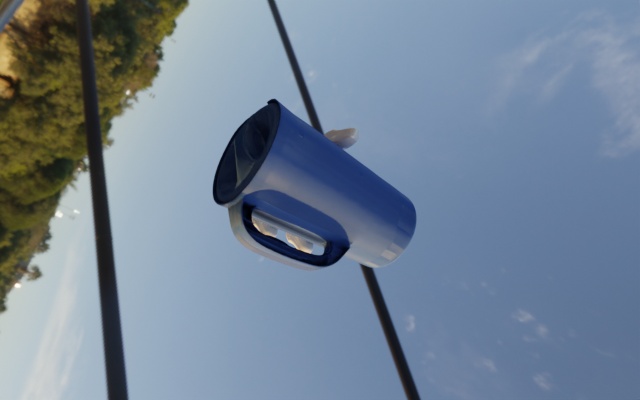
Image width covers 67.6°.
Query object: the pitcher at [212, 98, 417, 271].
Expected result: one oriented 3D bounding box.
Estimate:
[{"bbox_3d":[0.000,0.002,0.582,0.243,0.149,0.145,29,6,-29],"label":"pitcher"}]
